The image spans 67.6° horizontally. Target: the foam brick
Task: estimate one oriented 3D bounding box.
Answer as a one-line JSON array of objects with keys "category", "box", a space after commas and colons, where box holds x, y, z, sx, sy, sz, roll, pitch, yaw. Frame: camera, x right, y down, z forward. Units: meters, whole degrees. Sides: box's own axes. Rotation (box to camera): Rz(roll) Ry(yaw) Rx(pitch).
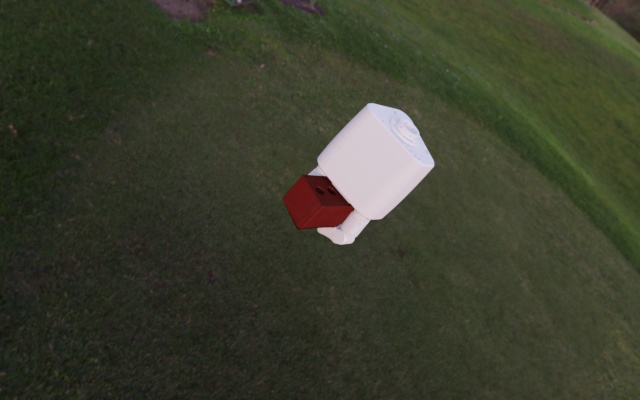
[{"category": "foam brick", "box": [0.000, 0.002, 0.631, 0.078, 0.053, 0.051, -1, -37, -48]}]
